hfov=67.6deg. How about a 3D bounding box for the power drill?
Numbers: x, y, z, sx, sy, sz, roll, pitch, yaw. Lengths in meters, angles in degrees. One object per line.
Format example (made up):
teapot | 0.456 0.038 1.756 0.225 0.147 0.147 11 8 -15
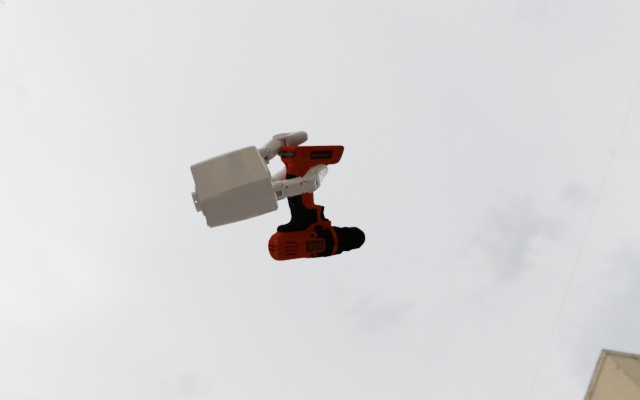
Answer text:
power drill | 0.000 0.002 0.786 0.184 0.187 0.057 -4 6 -35
